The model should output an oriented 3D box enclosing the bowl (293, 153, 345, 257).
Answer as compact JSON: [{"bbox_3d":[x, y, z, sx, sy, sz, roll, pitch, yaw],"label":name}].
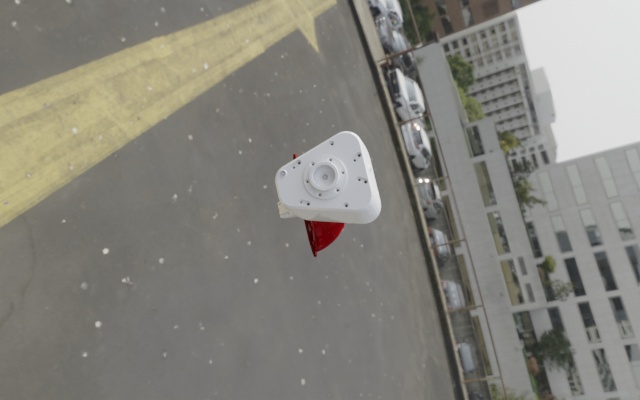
[{"bbox_3d":[0.000,0.002,0.732,0.055,0.162,0.162,-12,1,-6],"label":"bowl"}]
